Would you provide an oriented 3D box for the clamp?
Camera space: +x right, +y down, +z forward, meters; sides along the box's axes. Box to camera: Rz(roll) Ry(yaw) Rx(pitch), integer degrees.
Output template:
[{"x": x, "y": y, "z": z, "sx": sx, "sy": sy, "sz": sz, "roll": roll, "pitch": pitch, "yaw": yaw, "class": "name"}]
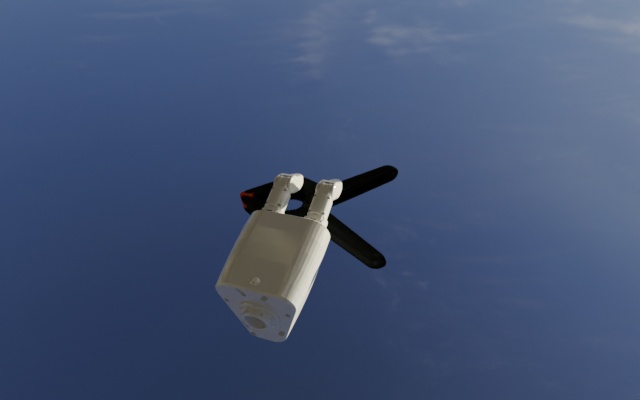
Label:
[{"x": 0.000, "y": 0.003, "z": 0.630, "sx": 0.210, "sy": 0.164, "sz": 0.036, "roll": 10, "pitch": -41, "yaw": 16, "class": "clamp"}]
